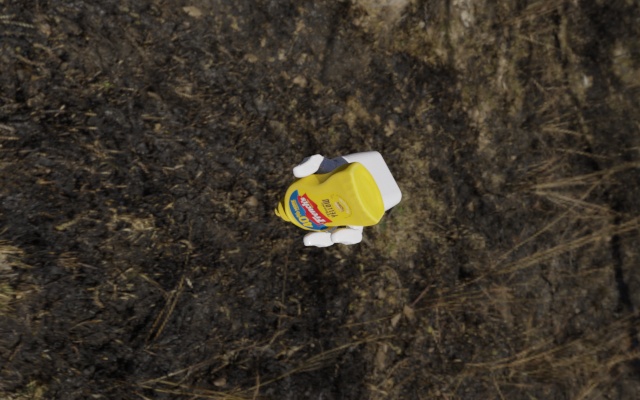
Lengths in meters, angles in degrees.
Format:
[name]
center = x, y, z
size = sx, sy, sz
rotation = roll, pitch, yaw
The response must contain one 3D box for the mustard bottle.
[mustard bottle]
center = 0.000, 0.003, 0.749
size = 0.191, 0.096, 0.058
rotation = -11, 29, 41
